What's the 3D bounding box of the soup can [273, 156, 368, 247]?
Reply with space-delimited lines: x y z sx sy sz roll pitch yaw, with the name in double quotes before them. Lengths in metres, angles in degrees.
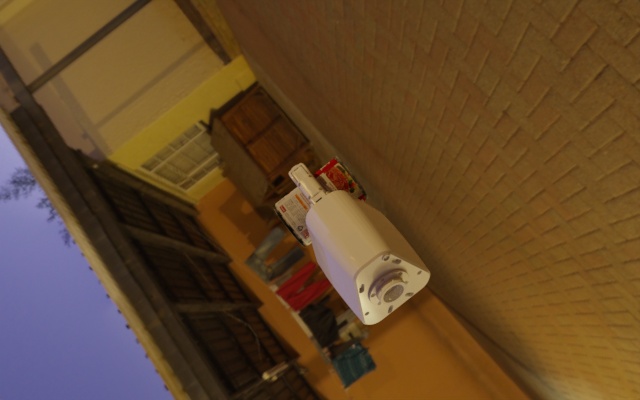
"soup can" 0.000 0.002 0.603 0.102 0.068 0.068 -38 0 0
